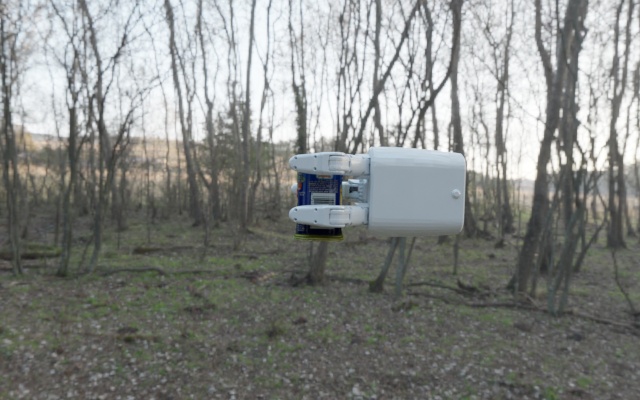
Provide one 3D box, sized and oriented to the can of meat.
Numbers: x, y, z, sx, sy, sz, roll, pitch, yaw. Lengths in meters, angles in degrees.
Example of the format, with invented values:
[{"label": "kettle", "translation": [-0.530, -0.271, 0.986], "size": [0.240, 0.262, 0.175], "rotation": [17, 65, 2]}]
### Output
[{"label": "can of meat", "translation": [0.000, 0.002, 0.564], "size": [0.057, 0.084, 0.102], "rotation": [2, 1, 2]}]
